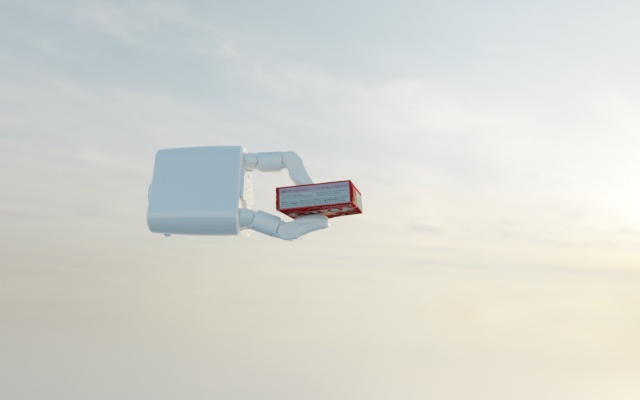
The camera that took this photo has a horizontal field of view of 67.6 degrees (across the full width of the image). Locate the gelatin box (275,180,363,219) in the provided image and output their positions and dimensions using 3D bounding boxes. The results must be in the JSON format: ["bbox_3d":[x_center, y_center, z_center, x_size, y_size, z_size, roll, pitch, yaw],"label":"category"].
[{"bbox_3d":[0.000,0.001,0.558,0.089,0.030,0.073,-7,-13,12],"label":"gelatin box"}]
